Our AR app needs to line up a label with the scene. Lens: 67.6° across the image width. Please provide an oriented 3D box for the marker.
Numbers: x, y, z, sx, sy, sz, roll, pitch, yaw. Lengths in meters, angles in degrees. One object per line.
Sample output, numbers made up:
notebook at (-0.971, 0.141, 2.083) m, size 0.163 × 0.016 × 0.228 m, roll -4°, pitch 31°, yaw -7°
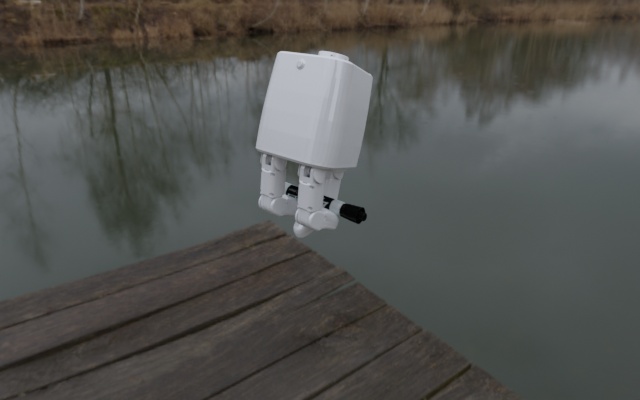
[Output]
marker at (0.000, 0.002, 0.541) m, size 0.121 × 0.020 × 0.020 m, roll 19°, pitch 11°, yaw 35°
